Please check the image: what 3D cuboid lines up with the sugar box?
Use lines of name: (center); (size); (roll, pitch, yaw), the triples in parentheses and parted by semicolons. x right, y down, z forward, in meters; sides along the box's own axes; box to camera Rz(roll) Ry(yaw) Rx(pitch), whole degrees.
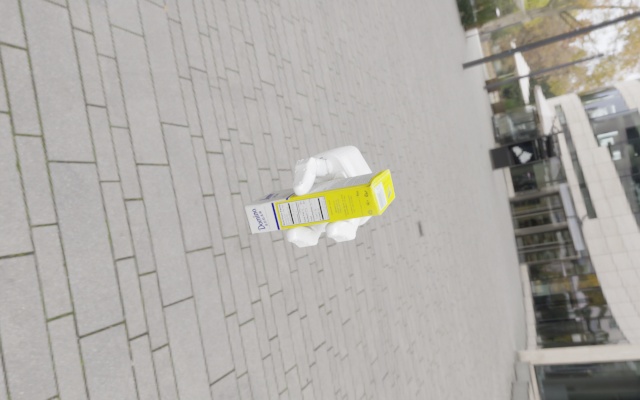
sugar box: (0.000, 0.003, 0.623); (0.176, 0.048, 0.093); (-12, 9, 23)
